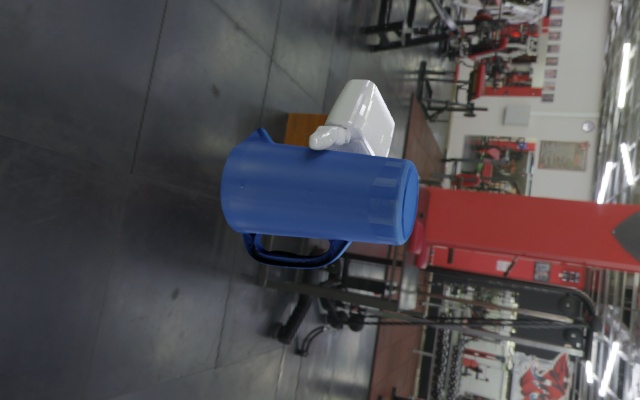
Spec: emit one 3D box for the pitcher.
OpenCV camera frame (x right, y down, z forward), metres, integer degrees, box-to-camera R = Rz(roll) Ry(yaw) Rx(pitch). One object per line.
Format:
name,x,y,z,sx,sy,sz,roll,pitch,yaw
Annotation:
pitcher,0.000,0.002,0.638,0.243,0.145,0.149,7,-40,21
